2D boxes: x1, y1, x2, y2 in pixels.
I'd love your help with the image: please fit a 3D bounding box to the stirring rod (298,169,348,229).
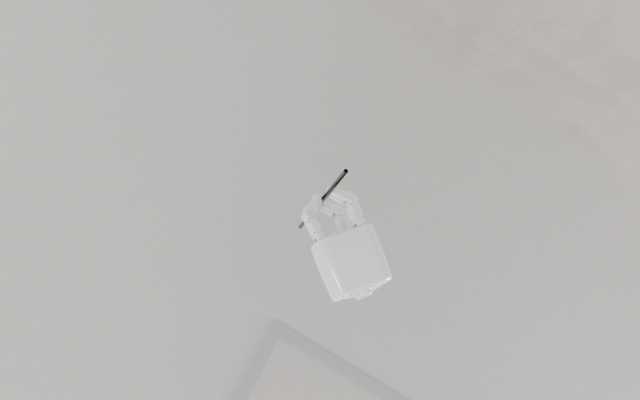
[{"bbox_3d":[0.000,0.003,0.894,0.011,0.011,0.240,0,-26,-23],"label":"stirring rod"}]
